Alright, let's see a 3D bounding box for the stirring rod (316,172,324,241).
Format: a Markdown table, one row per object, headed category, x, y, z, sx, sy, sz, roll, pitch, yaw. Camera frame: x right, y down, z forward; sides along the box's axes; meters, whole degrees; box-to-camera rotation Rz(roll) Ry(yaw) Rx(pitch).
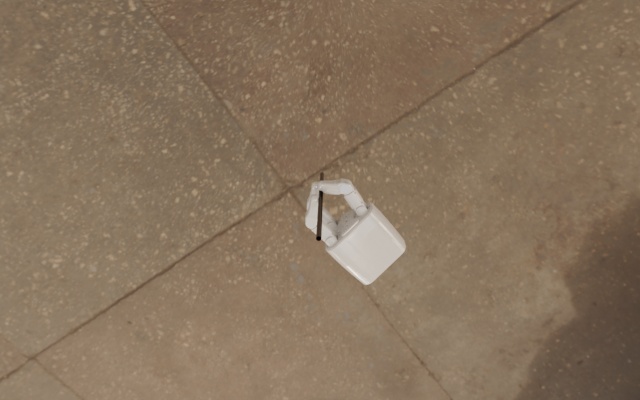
| category | x | y | z | sx | sy | sz | roll | pitch | yaw |
| --- | --- | --- | --- | --- | --- | --- | --- | --- | --- |
| stirring rod | 0.000 | 0.003 | 0.793 | 0.011 | 0.011 | 0.239 | 0 | 26 | 1 |
